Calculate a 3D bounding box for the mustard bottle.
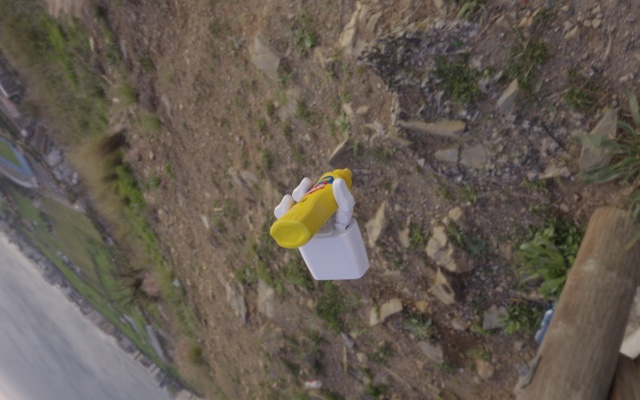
[{"bbox_3d":[0.000,0.003,0.833,0.096,0.058,0.191,-26,16,51],"label":"mustard bottle"}]
